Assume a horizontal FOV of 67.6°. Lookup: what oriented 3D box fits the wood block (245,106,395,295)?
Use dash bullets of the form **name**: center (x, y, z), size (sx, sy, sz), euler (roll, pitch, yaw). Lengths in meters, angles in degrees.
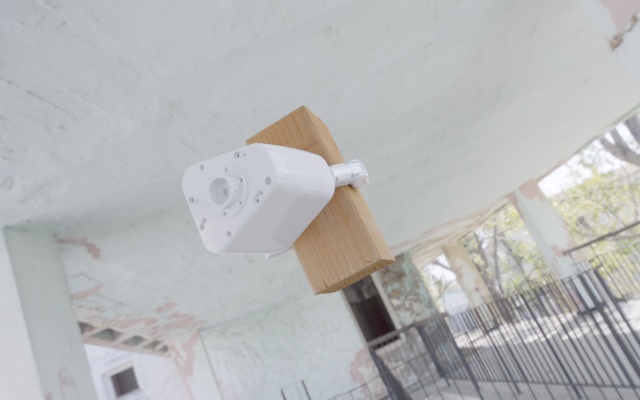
- **wood block**: center (0.000, 0.002, 0.589), size (0.091, 0.206, 0.090), euler (-29, -16, 13)
